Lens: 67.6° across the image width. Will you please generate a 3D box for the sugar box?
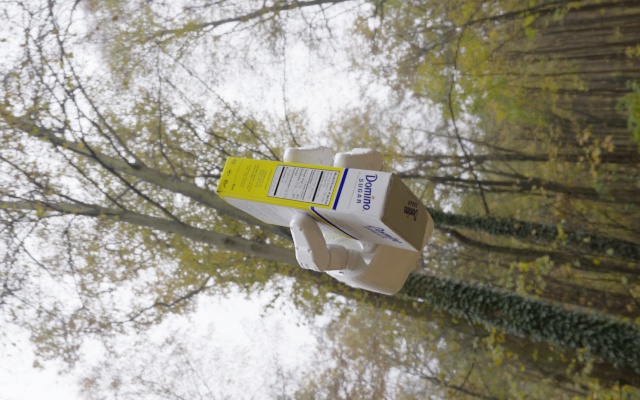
[{"bbox_3d":[0.000,0.001,0.436,0.176,0.048,0.093,6,-17,32],"label":"sugar box"}]
